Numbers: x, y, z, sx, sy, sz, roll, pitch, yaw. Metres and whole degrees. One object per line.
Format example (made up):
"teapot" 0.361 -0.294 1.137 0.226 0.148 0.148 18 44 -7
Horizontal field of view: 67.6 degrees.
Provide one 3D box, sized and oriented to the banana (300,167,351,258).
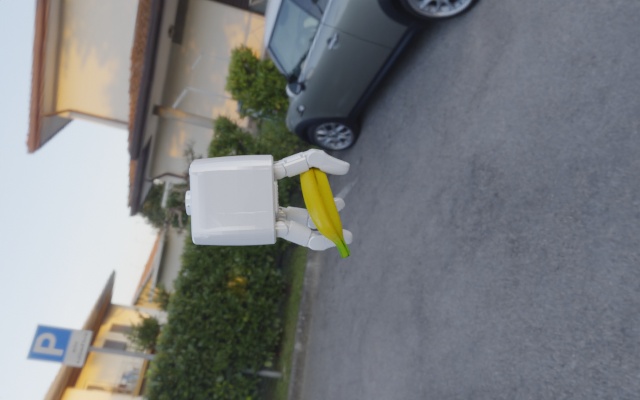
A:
"banana" -0.004 -0.010 0.637 0.037 0.070 0.197 -17 39 1
